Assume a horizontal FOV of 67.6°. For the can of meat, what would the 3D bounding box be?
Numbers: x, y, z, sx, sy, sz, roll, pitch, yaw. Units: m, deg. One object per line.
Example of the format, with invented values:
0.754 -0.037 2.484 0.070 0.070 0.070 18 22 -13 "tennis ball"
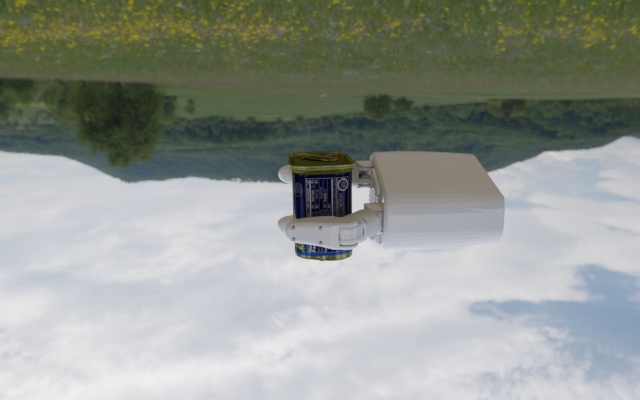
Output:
0.000 0.002 0.445 0.057 0.084 0.102 -2 13 -4 "can of meat"
